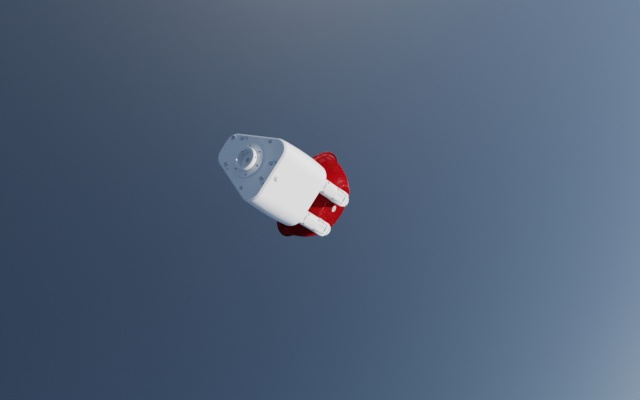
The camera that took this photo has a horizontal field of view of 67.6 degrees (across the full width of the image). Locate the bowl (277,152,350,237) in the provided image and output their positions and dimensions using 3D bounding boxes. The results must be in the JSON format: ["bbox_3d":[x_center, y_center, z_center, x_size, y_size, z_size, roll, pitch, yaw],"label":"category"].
[{"bbox_3d":[0.001,0.003,0.797,0.055,0.162,0.162,31,13,22],"label":"bowl"}]
